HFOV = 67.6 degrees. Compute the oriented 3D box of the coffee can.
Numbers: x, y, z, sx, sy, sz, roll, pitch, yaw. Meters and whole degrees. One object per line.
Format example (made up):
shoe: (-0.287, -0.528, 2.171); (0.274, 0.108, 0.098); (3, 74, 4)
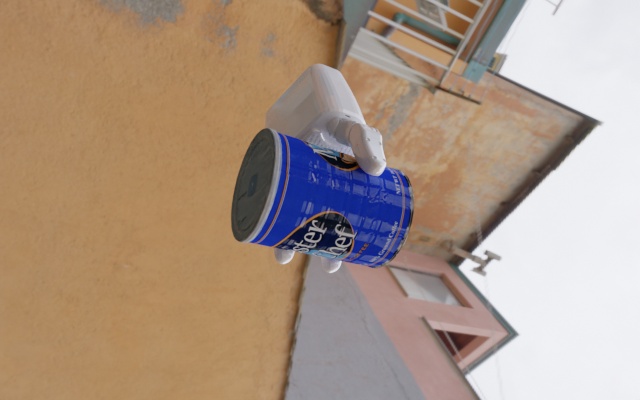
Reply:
coffee can: (0.000, 0.002, 0.447); (0.140, 0.103, 0.103); (14, -6, -25)
